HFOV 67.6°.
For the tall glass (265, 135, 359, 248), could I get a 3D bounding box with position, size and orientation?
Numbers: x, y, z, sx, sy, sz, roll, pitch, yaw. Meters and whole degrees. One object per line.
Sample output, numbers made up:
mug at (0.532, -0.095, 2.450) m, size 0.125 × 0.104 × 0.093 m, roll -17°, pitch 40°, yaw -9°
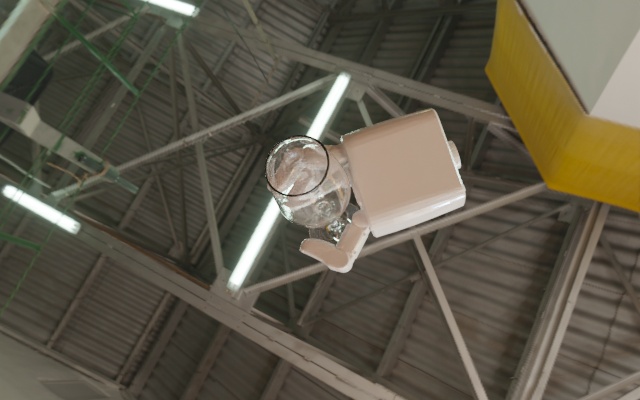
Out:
tall glass at (0.000, 0.002, 0.524) m, size 0.079 × 0.079 × 0.201 m, roll 0°, pitch -20°, yaw 14°
